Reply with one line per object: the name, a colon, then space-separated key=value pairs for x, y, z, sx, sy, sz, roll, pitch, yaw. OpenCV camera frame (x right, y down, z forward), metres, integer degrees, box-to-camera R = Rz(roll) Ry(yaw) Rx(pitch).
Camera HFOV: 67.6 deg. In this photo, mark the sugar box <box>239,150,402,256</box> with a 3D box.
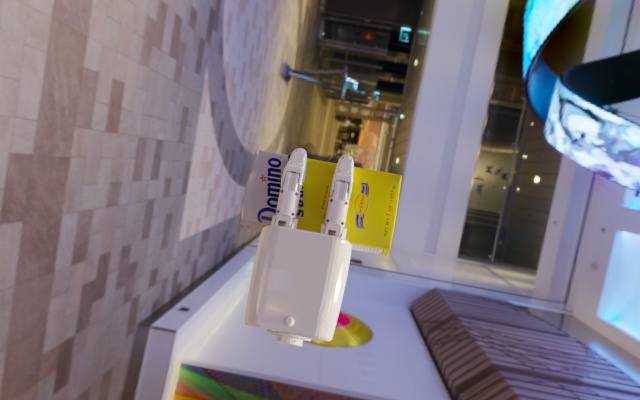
sugar box: x=0.000 y=0.002 z=0.562 sx=0.176 sy=0.093 sz=0.048 roll=10 pitch=-18 yaw=2
